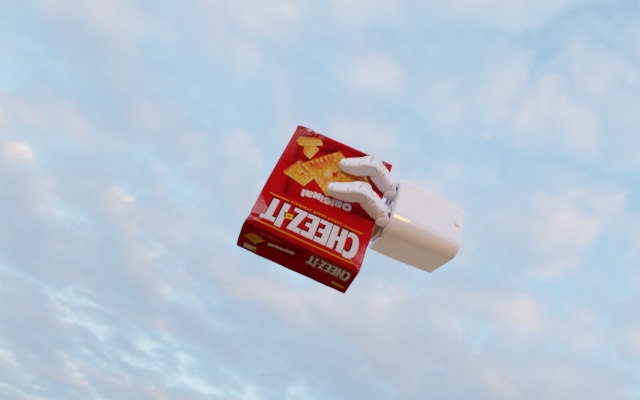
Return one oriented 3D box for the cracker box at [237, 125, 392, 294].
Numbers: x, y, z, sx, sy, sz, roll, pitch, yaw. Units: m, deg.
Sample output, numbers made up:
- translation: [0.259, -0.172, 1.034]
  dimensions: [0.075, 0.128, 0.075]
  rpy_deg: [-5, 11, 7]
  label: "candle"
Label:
- translation: [0.000, 0.002, 0.692]
  dimensions: [0.164, 0.213, 0.072]
  rpy_deg: [24, -42, -1]
  label: "cracker box"
